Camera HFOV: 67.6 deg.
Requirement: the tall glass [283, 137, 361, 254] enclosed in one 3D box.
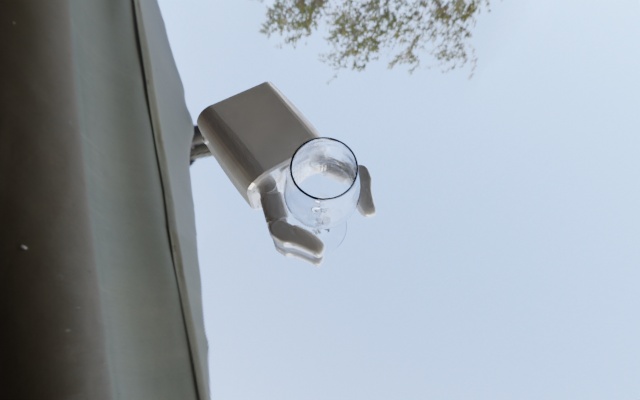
[{"bbox_3d":[0.000,0.002,0.522,0.079,0.079,0.201,0,-18,-2],"label":"tall glass"}]
